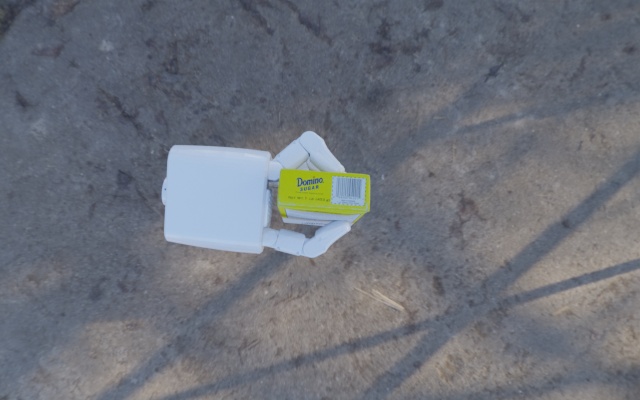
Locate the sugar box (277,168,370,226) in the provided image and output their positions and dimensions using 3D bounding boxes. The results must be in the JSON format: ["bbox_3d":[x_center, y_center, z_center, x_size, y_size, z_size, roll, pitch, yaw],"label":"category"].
[{"bbox_3d":[0.000,0.001,0.558,0.093,0.048,0.176,5,-6,-3],"label":"sugar box"}]
